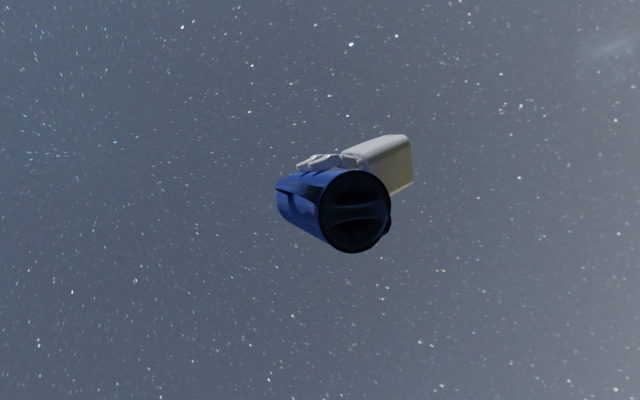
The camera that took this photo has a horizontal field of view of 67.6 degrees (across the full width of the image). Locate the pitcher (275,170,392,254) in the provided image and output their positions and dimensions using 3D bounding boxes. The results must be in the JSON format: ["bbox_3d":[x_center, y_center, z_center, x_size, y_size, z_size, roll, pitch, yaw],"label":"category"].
[{"bbox_3d":[0.000,0.003,0.851,0.145,0.149,0.243,-27,16,-20],"label":"pitcher"}]
